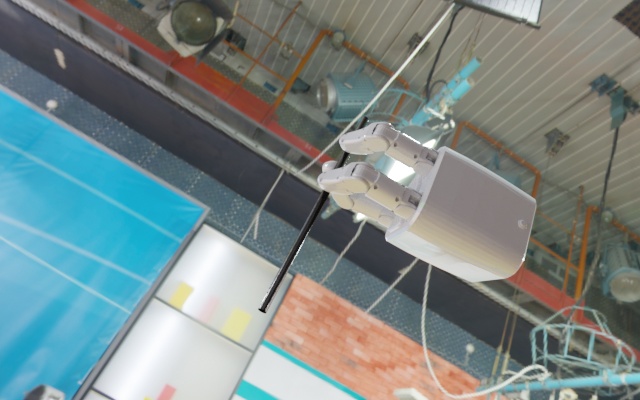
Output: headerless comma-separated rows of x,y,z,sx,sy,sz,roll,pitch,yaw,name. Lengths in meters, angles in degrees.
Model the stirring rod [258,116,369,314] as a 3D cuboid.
0.000,0.002,0.460,0.011,0.239,0.011,20,-32,13,stirring rod
